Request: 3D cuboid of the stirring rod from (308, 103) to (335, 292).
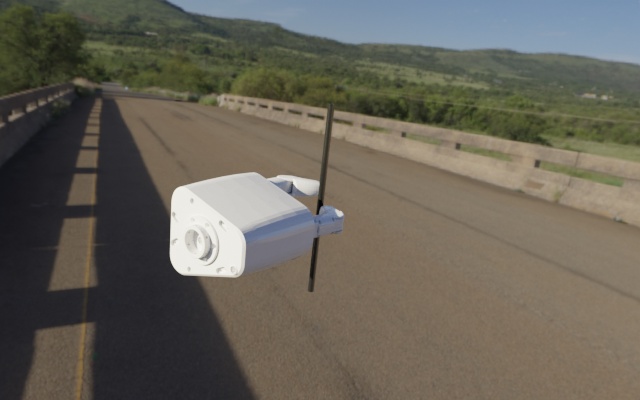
[{"bbox_3d":[0.000,0.002,0.592,0.011,0.239,0.011,6,15,-2],"label":"stirring rod"}]
